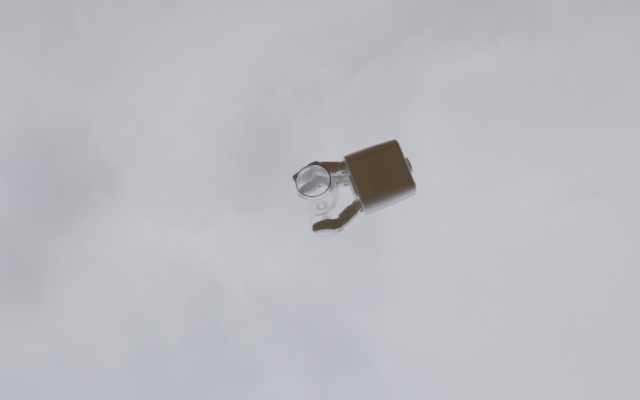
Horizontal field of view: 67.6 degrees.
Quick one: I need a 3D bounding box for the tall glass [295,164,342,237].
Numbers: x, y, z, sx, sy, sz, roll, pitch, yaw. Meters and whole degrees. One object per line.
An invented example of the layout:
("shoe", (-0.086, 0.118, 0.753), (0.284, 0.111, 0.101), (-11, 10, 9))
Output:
("tall glass", (0.000, 0.003, 0.896), (0.079, 0.079, 0.201), (0, -22, 8))
